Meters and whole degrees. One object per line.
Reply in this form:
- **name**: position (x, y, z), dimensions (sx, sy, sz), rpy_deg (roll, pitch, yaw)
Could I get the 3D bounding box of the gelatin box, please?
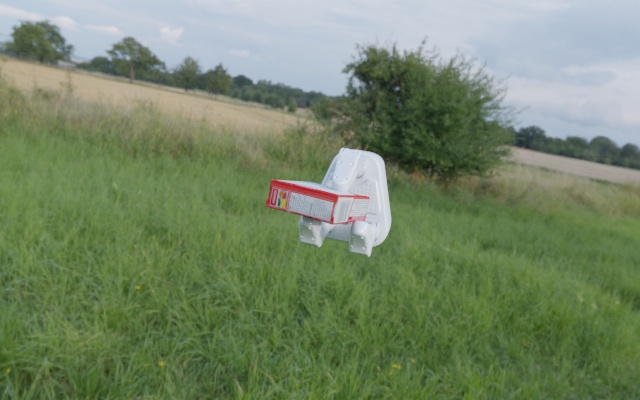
- **gelatin box**: position (0.000, 0.001, 0.477), dimensions (0.073, 0.030, 0.089), rpy_deg (15, 6, 24)
